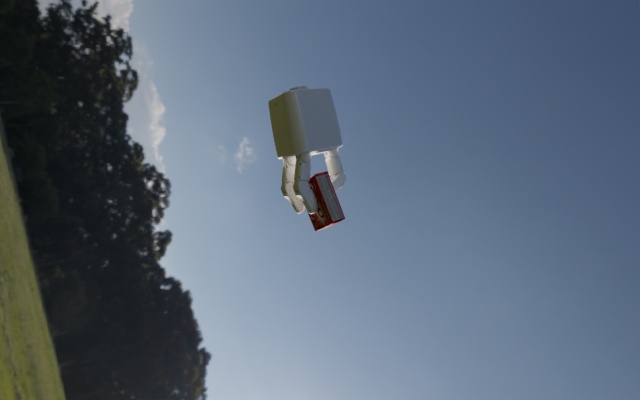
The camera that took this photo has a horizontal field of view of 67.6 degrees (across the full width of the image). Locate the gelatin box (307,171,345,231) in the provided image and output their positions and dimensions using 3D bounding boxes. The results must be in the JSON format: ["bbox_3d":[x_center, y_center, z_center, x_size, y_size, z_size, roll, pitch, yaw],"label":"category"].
[{"bbox_3d":[0.001,0.003,0.825,0.030,0.089,0.073,-19,-5,-29],"label":"gelatin box"}]
